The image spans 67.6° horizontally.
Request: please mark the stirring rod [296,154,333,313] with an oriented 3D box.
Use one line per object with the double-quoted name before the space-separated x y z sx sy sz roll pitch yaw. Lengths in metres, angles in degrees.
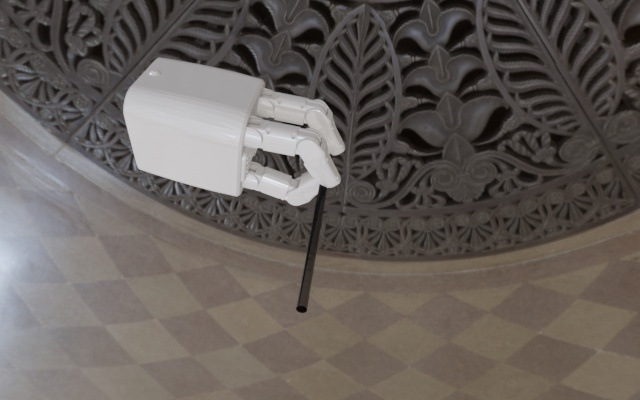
"stirring rod" 0.000 0.001 0.431 0.011 0.011 0.239 0 39 8
